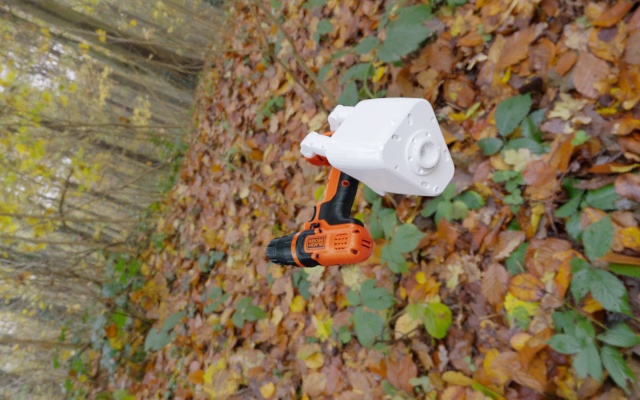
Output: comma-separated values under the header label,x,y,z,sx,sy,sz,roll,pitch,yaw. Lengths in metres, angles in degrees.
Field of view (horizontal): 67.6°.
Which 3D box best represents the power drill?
label,x,y,z,sx,sy,sz,roll,pitch,yaw
power drill,0.000,0.002,0.674,0.184,0.187,0.057,-8,-22,42
